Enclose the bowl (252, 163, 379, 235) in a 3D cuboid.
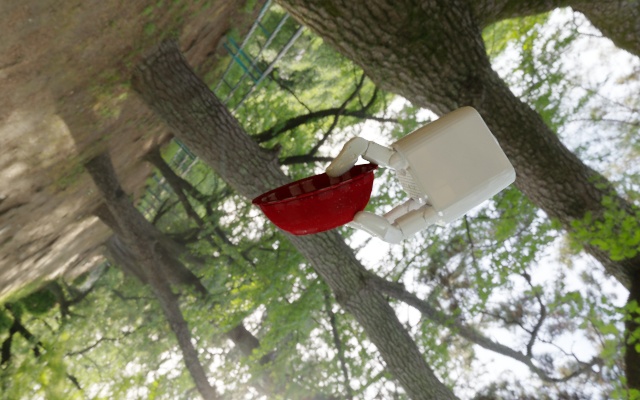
[{"bbox_3d":[-0.001,0.003,0.588,0.162,0.055,0.162,-16,9,3],"label":"bowl"}]
